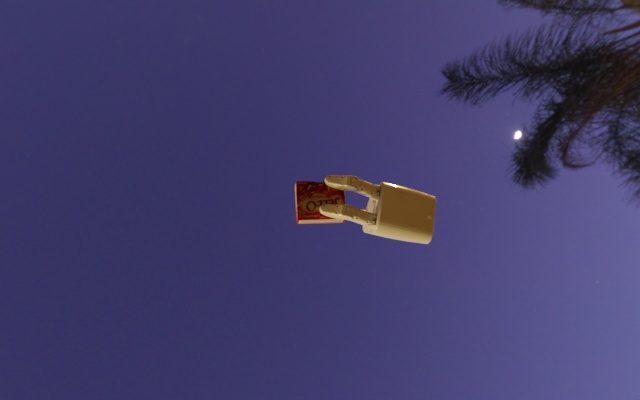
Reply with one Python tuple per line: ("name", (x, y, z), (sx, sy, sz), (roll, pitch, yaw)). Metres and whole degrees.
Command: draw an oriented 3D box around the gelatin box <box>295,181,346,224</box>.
("gelatin box", (0.000, 0.003, 0.856), (0.089, 0.073, 0.030), (-1, -18, -7))
